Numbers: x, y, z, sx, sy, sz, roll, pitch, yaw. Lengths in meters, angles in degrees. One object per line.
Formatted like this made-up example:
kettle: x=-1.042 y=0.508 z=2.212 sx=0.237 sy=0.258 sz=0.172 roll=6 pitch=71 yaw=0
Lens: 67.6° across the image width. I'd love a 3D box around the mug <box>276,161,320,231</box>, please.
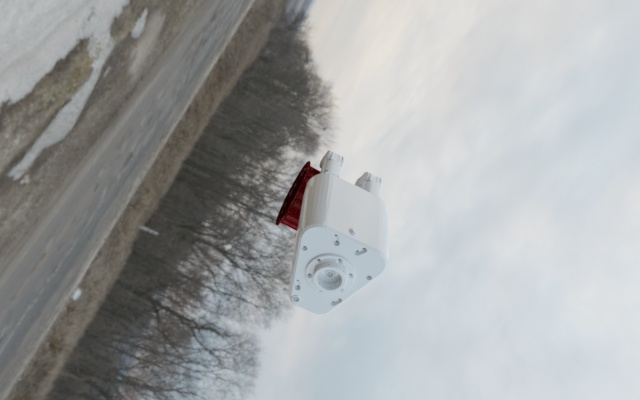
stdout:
mug: x=0.000 y=0.001 z=0.630 sx=0.081 sy=0.093 sz=0.117 roll=27 pitch=30 yaw=-10
